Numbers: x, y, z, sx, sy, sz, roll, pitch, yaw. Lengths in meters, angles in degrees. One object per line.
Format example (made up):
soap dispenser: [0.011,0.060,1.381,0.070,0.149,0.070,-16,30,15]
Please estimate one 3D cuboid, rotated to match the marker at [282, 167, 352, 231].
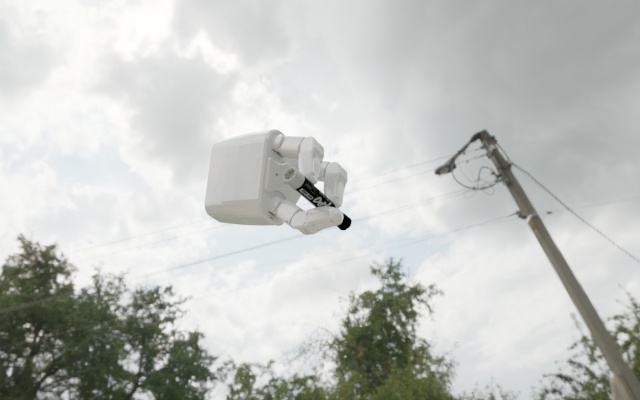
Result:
marker: [0.000,0.002,0.534,0.020,0.020,0.121,0,-29,37]
